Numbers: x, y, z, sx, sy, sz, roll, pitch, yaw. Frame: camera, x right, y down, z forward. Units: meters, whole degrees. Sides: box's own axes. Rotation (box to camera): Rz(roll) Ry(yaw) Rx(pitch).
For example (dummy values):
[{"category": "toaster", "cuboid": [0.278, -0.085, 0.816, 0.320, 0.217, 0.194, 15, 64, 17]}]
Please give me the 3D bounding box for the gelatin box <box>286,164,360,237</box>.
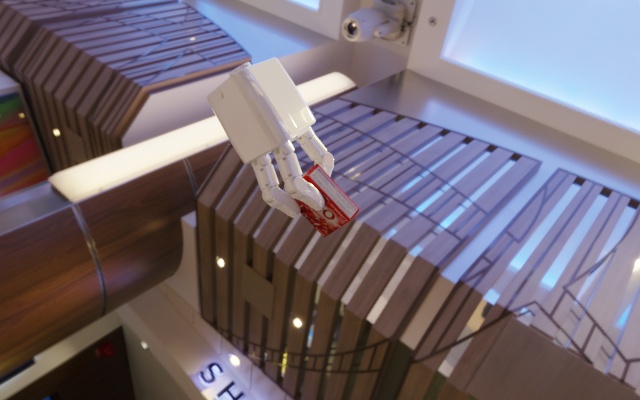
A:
[{"category": "gelatin box", "cuboid": [0.001, 0.002, 0.671, 0.030, 0.089, 0.073, -47, 6, -38]}]
